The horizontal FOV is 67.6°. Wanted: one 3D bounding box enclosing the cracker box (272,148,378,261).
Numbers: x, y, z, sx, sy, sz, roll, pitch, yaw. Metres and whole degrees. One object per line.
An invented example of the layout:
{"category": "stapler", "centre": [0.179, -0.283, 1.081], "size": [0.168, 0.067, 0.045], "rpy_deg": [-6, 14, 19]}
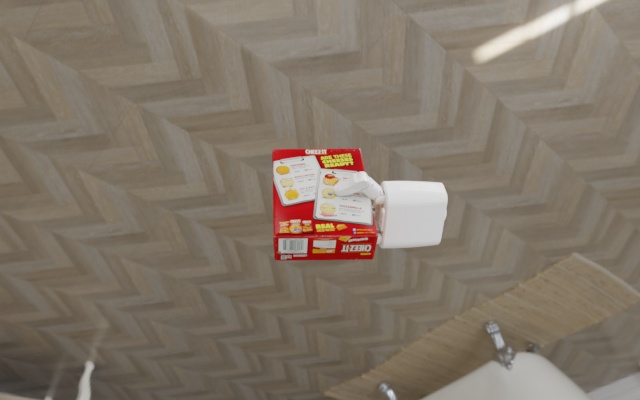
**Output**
{"category": "cracker box", "centre": [0.000, 0.003, 0.821], "size": [0.164, 0.072, 0.213], "rpy_deg": [-1, 45, -5]}
